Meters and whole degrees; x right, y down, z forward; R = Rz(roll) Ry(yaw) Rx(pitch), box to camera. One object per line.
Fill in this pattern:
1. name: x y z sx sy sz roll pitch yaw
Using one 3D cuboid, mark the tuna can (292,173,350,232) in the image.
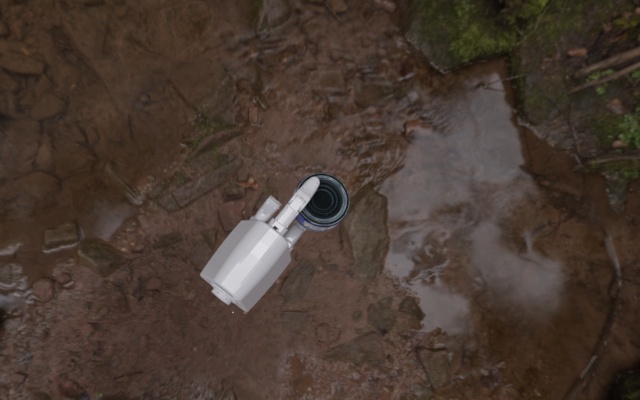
1. tuna can: 0.000 0.002 0.721 0.086 0.086 0.034 0 -17 -14
